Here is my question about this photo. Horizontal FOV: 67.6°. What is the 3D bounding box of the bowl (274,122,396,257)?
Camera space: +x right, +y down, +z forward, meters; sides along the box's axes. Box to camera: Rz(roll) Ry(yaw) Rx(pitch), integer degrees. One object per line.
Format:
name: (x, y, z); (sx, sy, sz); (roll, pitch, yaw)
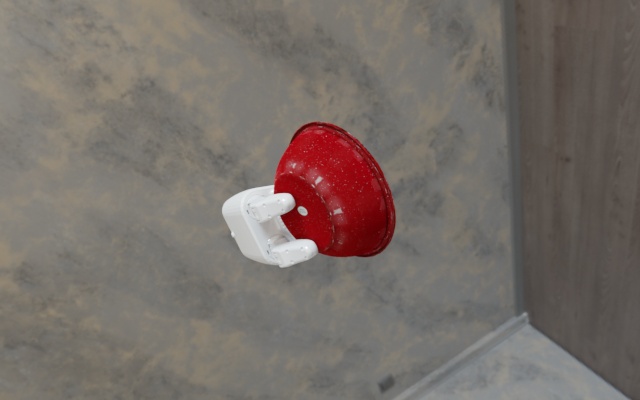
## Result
bowl: (0.000, 0.001, 0.505); (0.055, 0.162, 0.162); (-31, 19, -34)
